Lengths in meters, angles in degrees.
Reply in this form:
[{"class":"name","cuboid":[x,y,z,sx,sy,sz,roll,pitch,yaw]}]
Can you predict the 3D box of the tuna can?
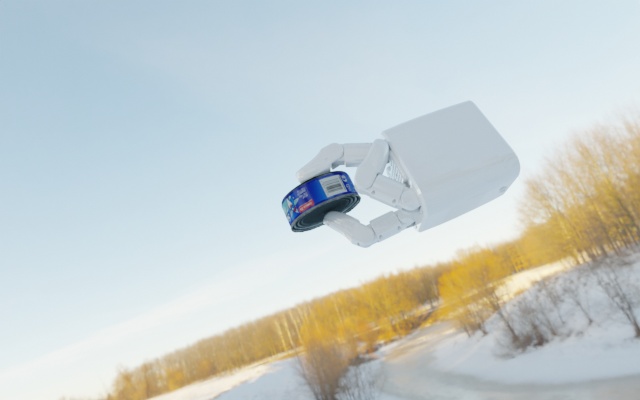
[{"class":"tuna can","cuboid":[0.000,0.001,0.537,0.086,0.033,0.086,-23,-16,-7]}]
